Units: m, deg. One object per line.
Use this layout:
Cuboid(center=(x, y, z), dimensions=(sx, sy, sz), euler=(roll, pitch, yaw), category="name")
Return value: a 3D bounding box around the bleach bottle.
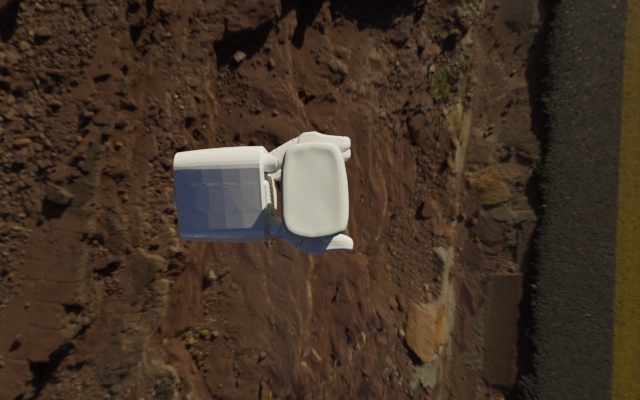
Cuboid(center=(0.000, 0.002, 0.592), dimensions=(0.068, 0.102, 0.251), euler=(-2, -7, 3), category="bleach bottle")
